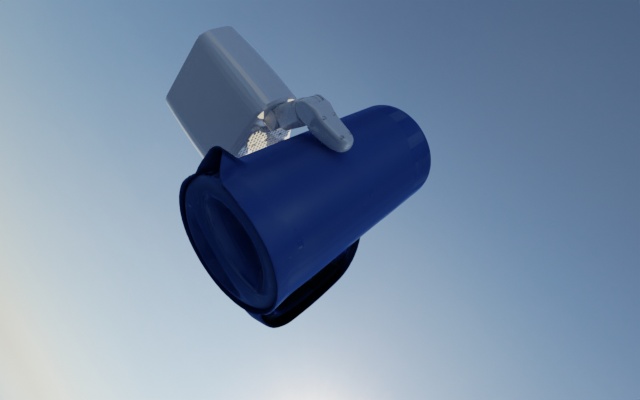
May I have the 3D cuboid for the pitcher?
[{"bbox_3d":[0.000,0.001,0.471,0.242,0.145,0.149,-31,-14,-36],"label":"pitcher"}]
